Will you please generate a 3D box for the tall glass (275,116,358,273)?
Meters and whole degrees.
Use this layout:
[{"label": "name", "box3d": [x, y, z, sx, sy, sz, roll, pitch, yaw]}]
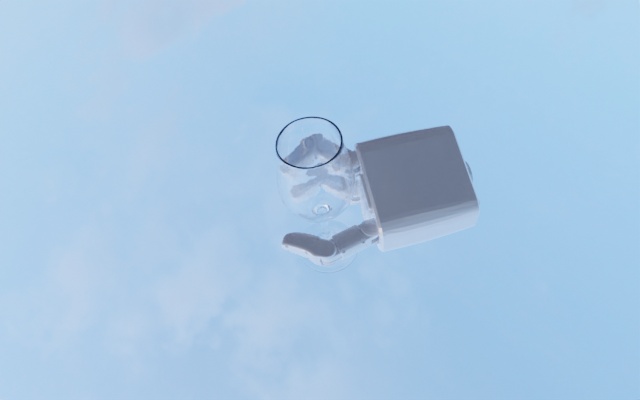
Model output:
[{"label": "tall glass", "box3d": [0.000, 0.002, 0.509, 0.079, 0.079, 0.201, 0, -33, 8]}]
